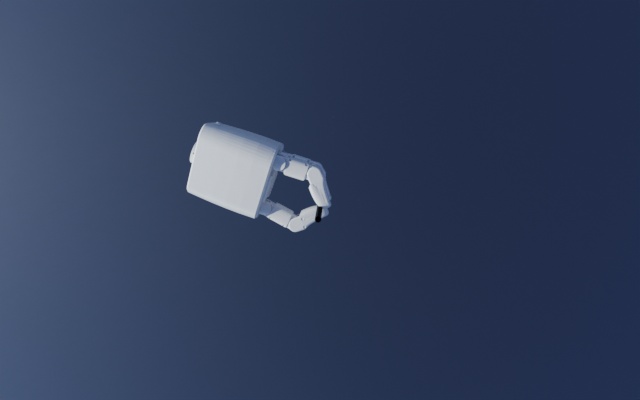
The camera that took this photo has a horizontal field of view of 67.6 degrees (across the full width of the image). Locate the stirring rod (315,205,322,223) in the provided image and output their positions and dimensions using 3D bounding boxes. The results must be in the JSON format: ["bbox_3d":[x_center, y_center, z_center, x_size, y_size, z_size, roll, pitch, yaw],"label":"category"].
[{"bbox_3d":[0.000,0.002,0.699,0.011,0.011,0.239,0,10,2],"label":"stirring rod"}]
